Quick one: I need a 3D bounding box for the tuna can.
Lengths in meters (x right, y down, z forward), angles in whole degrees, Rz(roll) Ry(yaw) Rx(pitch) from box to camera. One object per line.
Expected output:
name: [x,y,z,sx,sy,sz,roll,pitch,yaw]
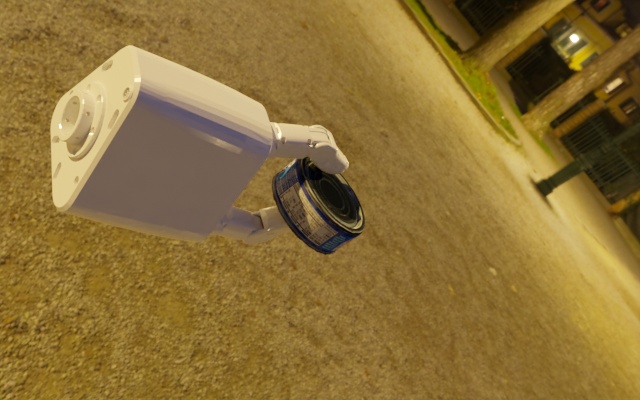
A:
tuna can: [0.001,0.001,0.410,0.034,0.086,0.086,-36,-16,23]
